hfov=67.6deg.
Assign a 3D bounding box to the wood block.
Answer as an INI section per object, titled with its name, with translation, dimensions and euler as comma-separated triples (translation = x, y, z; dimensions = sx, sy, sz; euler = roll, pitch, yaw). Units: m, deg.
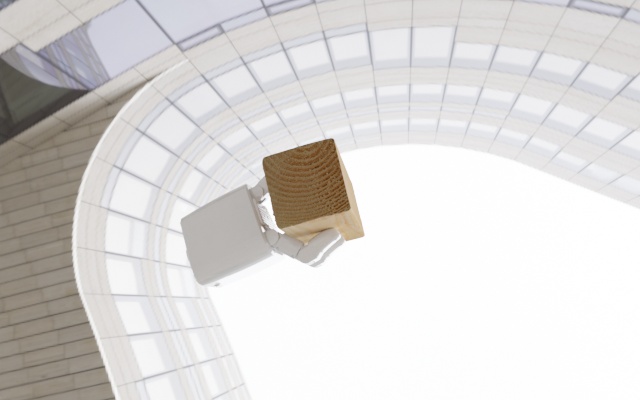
[wood block]
translation = 0.000, 0.002, 0.639
dimensions = 0.090, 0.090, 0.206
euler = -15, -14, 6
